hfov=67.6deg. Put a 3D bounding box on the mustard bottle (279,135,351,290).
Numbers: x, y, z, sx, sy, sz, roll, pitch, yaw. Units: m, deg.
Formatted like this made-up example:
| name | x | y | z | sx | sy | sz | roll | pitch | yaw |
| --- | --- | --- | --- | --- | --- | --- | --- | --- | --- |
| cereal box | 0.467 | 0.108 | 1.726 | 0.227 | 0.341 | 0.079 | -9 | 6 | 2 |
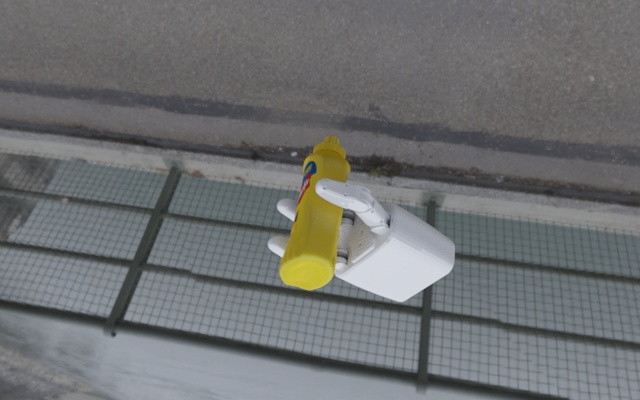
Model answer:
| name | x | y | z | sx | sy | sz | roll | pitch | yaw |
| --- | --- | --- | --- | --- | --- | --- | --- | --- | --- |
| mustard bottle | 0.000 | 0.002 | 0.565 | 0.058 | 0.191 | 0.096 | 15 | -31 | -6 |
